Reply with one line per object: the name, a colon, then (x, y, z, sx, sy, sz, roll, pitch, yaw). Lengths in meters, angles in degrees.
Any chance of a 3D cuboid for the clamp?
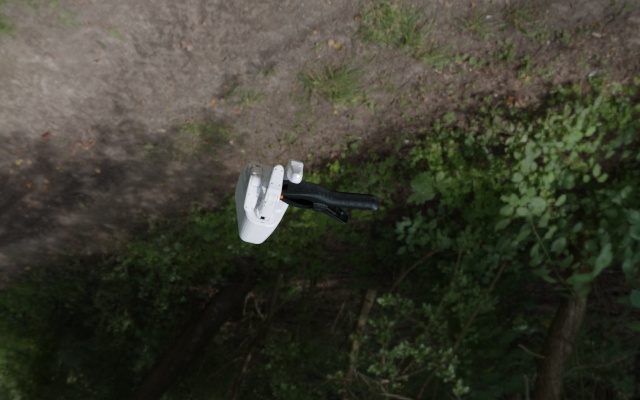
clamp: (0.000, 0.003, 0.796, 0.171, 0.039, 0.120, 14, -27, -13)
